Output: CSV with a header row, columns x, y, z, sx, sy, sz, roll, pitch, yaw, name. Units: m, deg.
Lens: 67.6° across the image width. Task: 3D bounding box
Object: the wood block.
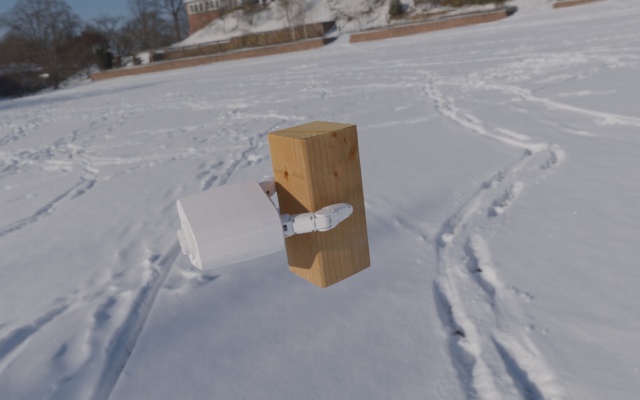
x,y,z,sx,sy,sz,roll,pitch,yaw,name
0.000,0.002,0.664,0.090,0.206,0.091,-20,22,-32,wood block
